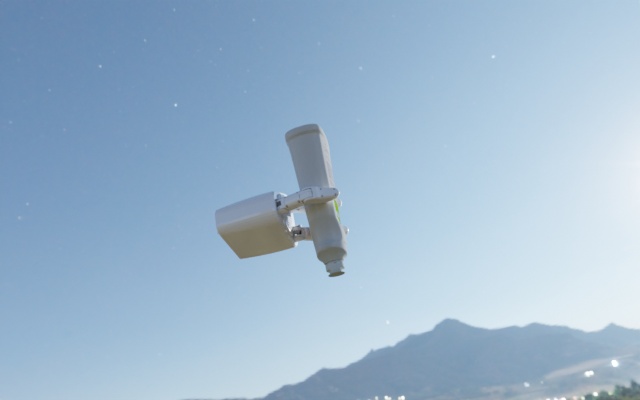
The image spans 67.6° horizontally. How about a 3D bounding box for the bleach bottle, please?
[{"bbox_3d":[0.000,0.003,0.805,0.068,0.250,0.103,-16,-23,9],"label":"bleach bottle"}]
